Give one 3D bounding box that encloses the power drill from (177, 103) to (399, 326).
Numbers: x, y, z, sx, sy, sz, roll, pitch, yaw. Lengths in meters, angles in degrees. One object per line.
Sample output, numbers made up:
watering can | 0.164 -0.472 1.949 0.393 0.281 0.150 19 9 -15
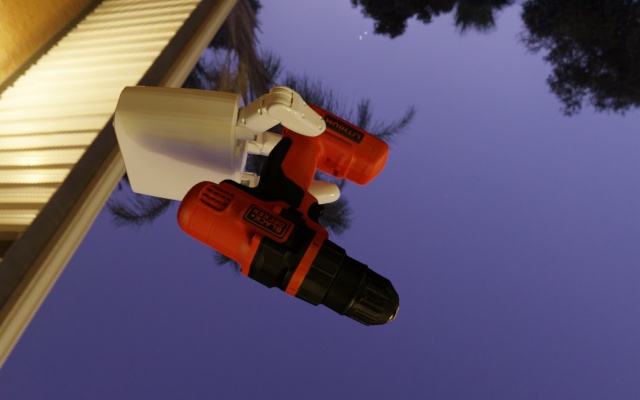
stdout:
power drill | 0.000 0.001 0.415 0.184 0.057 0.187 29 43 1
